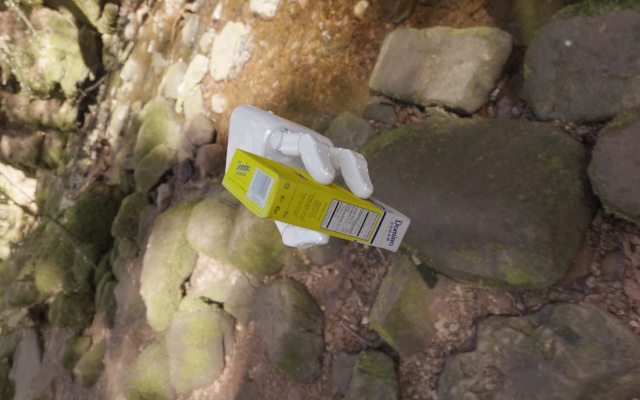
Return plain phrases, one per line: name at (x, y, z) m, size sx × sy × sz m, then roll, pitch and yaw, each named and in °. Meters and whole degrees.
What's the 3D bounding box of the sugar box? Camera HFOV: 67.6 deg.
sugar box at (0.000, 0.001, 0.485) m, size 0.176 × 0.048 × 0.093 m, roll 14°, pitch 13°, yaw -39°
